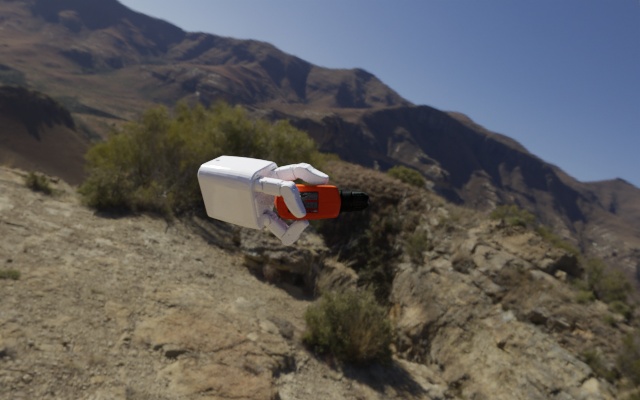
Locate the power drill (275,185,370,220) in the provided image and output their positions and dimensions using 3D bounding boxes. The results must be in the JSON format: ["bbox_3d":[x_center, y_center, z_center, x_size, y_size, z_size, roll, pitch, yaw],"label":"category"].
[{"bbox_3d":[0.000,0.003,0.864,0.184,0.057,0.187,-2,-1,3],"label":"power drill"}]
